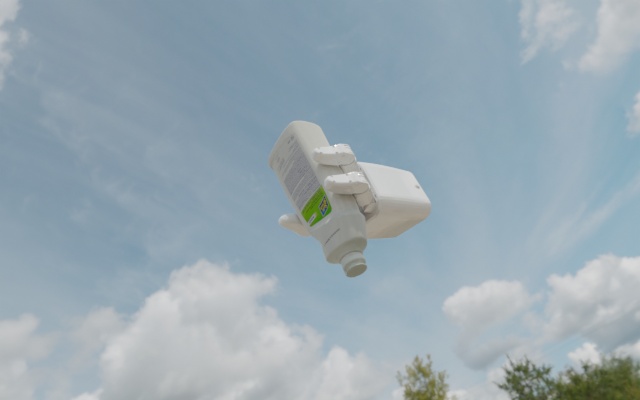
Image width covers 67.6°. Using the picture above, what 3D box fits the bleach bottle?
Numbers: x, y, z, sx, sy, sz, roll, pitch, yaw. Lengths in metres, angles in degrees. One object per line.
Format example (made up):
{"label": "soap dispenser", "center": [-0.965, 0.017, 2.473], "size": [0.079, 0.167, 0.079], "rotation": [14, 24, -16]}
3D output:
{"label": "bleach bottle", "center": [0.000, 0.002, 0.674], "size": [0.068, 0.250, 0.103], "rotation": [6, -46, -34]}
